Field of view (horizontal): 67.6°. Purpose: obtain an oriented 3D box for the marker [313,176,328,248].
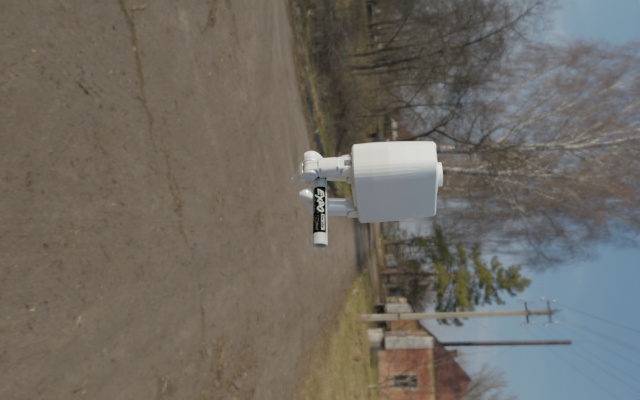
[{"bbox_3d":[0.000,0.002,0.623,0.020,0.121,0.020,0,-25,0],"label":"marker"}]
